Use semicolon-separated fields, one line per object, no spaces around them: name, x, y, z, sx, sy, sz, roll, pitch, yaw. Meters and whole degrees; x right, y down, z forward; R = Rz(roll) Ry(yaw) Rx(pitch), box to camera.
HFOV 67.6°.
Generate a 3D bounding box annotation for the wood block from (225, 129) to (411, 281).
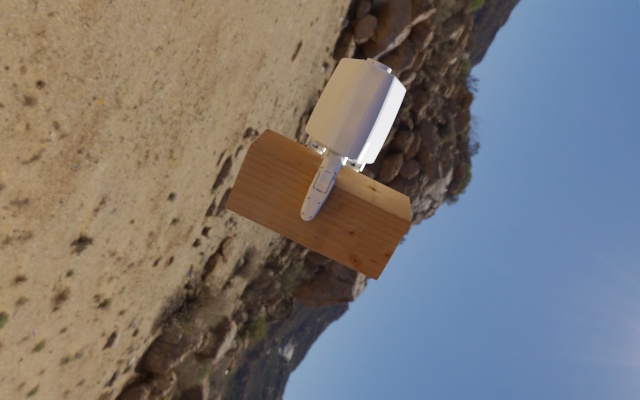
wood block;0.000;0.002;0.600;0.206;0.090;0.090;26;23;-2
